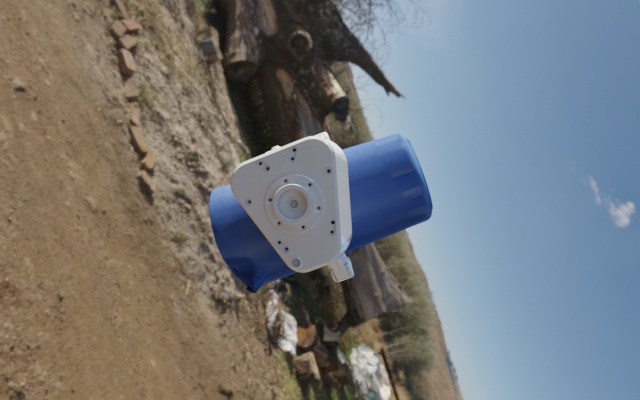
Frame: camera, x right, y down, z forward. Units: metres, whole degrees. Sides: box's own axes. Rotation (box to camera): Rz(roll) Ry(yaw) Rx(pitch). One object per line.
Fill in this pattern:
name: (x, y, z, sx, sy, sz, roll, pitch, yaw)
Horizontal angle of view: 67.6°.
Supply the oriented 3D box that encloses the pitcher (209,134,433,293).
pitcher: (0.000, 0.002, 0.578, 0.243, 0.149, 0.145, -19, -2, 7)
